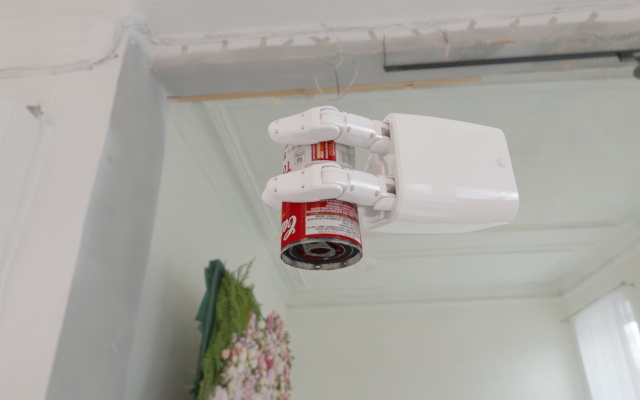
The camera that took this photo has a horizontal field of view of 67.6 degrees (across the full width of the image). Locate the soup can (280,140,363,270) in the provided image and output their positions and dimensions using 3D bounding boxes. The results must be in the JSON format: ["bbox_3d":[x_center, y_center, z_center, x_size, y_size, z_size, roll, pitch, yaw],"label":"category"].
[{"bbox_3d":[0.000,0.001,0.414,0.068,0.102,0.068,-1,-27,0],"label":"soup can"}]
